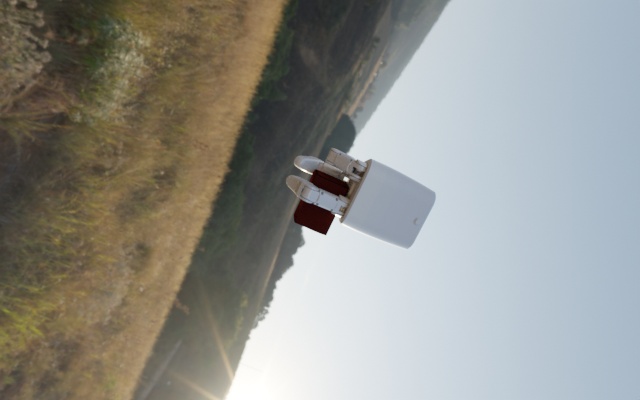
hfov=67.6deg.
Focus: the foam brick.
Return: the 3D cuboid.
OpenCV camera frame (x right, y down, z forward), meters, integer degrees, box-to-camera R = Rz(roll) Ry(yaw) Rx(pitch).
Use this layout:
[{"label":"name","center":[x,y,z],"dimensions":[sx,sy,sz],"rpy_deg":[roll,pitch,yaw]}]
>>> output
[{"label":"foam brick","center":[0.000,0.002,0.687],"dimensions":[0.051,0.078,0.053],"rpy_deg":[24,10,-8]}]
